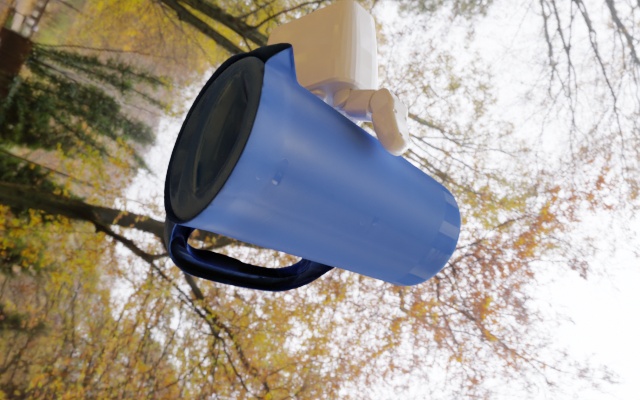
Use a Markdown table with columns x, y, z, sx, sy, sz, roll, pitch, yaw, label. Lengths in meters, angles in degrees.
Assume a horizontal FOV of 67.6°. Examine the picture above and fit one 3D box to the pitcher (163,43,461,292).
| x | y | z | sx | sy | sz | roll | pitch | yaw | label |
| --- | --- | --- | --- | --- | --- | --- | --- | --- | --- |
| 0.000 | 0.001 | 0.403 | 0.243 | 0.145 | 0.149 | 25 | -33 | -34 | pitcher |
